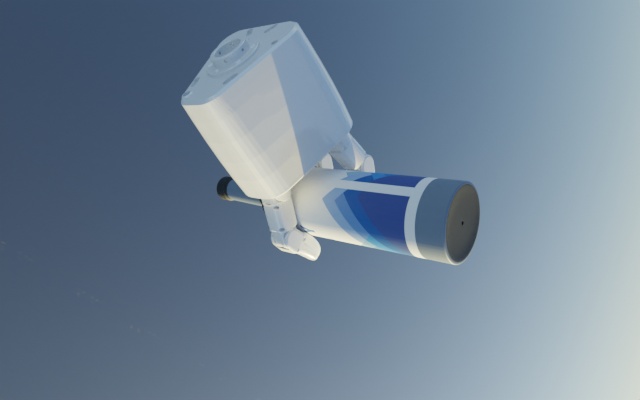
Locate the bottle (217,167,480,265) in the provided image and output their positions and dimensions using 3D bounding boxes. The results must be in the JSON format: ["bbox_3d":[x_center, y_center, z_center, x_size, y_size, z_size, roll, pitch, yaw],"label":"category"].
[{"bbox_3d":[0.000,0.002,0.467,0.295,0.069,0.069,8,5,40],"label":"bottle"}]
